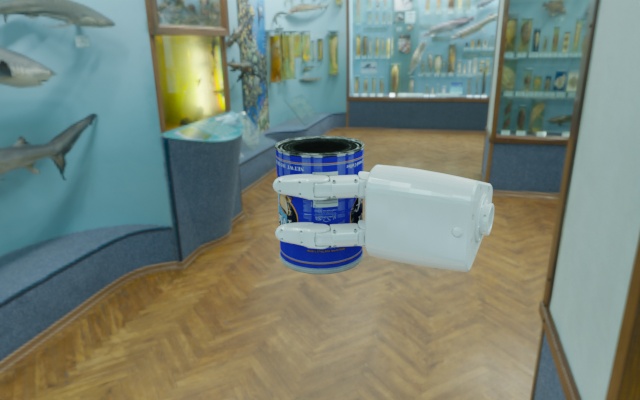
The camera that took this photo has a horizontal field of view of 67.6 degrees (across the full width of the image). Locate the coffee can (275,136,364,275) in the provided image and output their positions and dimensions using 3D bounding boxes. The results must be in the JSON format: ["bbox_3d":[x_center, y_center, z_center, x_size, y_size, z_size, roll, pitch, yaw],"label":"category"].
[{"bbox_3d":[0.000,0.002,0.567,0.103,0.140,0.102,-1,18,0],"label":"coffee can"}]
